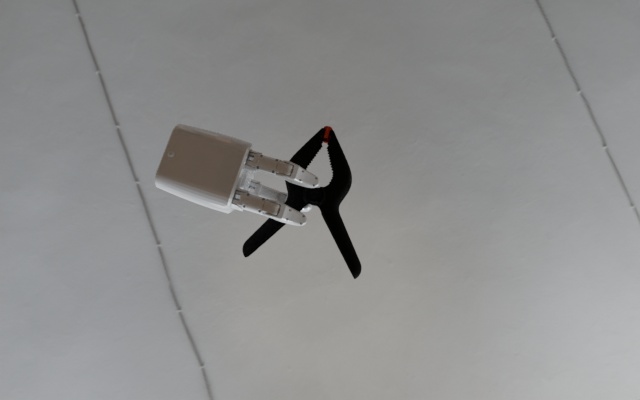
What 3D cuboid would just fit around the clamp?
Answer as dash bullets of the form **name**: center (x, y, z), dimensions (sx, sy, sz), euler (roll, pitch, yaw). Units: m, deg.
- **clamp**: center (0.000, 0.002, 0.669), dimensions (0.164, 0.210, 0.036), euler (18, -9, 0)
